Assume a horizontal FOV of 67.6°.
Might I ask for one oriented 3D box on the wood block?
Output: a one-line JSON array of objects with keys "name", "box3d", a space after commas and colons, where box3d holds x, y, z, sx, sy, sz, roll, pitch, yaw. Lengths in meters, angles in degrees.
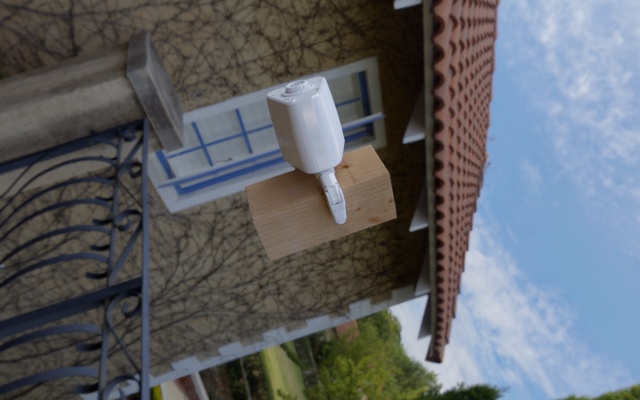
[{"name": "wood block", "box3d": [0.000, 0.002, 0.732, 0.206, 0.090, 0.090, -19, 39, -3]}]
